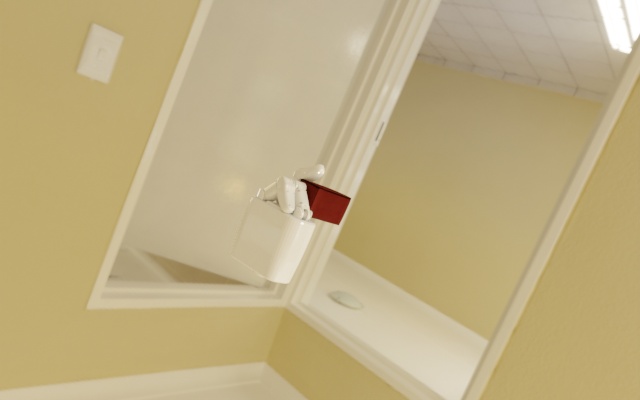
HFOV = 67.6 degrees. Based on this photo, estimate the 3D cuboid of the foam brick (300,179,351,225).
[{"bbox_3d":[0.000,0.003,0.792,0.078,0.051,0.053,18,6,-42],"label":"foam brick"}]
